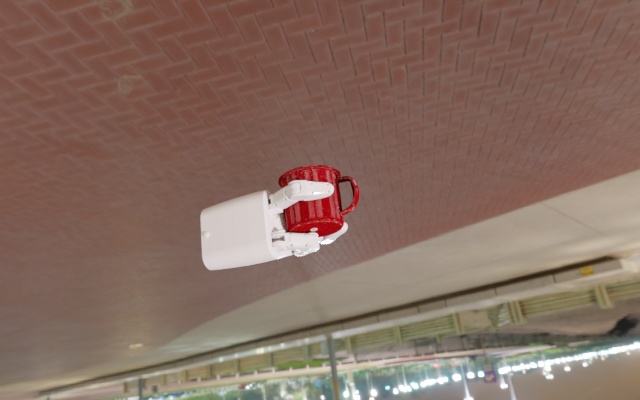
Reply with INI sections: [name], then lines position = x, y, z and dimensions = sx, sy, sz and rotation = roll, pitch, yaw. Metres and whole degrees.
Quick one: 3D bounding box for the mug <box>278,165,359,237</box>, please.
[mug]
position = 0.002, 0.002, 0.682
dimensions = 0.117, 0.081, 0.093
rotation = -14, -21, 17
